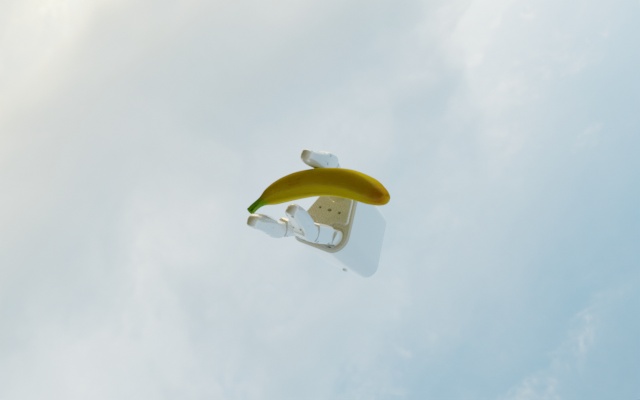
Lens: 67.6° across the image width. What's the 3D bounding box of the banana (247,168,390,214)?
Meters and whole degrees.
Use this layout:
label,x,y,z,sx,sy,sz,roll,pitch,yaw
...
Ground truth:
label,x,y,z,sx,sy,sz,roll,pitch,yaw
banana,0.001,-0.013,0.605,0.198,0.069,0.037,-6,-39,30
